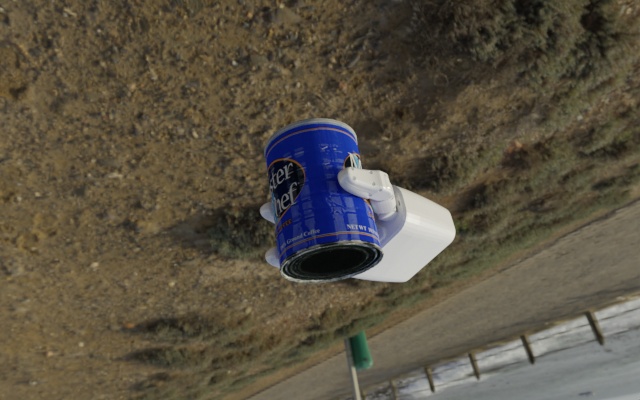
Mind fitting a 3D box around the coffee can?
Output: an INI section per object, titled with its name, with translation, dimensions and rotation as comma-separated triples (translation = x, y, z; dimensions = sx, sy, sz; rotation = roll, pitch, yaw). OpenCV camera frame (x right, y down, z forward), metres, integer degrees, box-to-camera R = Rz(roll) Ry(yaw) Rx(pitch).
[coffee can]
translation = 0.000, 0.001, 0.493
dimensions = 0.103, 0.140, 0.103
rotation = -8, -27, -4
